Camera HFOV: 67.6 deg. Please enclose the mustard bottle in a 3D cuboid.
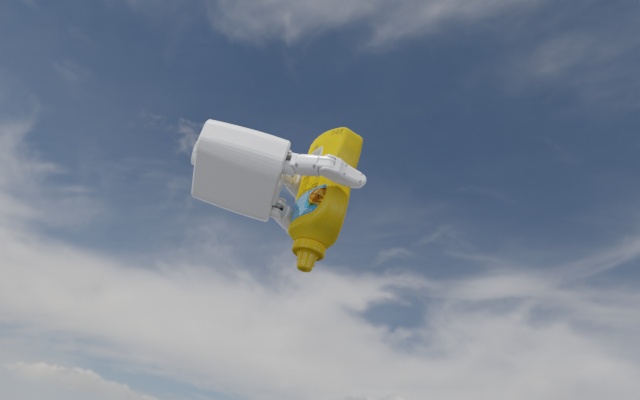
[{"bbox_3d":[0.000,0.002,0.619,0.058,0.191,0.096,30,-33,-24],"label":"mustard bottle"}]
